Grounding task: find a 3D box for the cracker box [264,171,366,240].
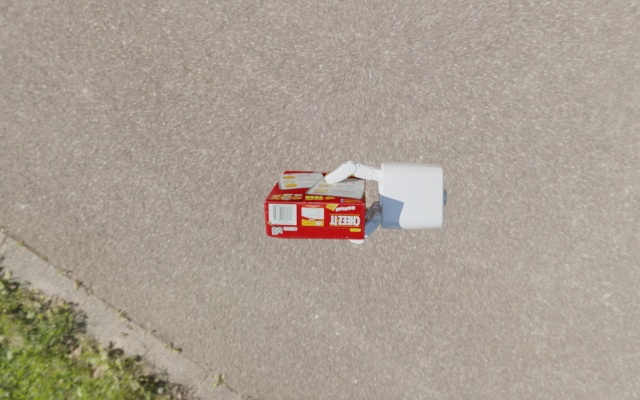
[{"bbox_3d":[0.000,0.003,0.862,0.164,0.072,0.213,1,17,5],"label":"cracker box"}]
